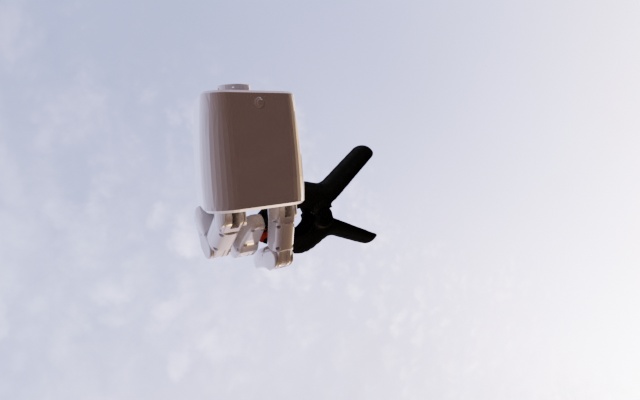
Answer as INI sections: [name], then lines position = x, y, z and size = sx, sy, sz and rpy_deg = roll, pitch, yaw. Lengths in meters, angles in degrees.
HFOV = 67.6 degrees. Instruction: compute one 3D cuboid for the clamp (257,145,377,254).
[clamp]
position = 0.000, 0.002, 0.529
size = 0.171, 0.120, 0.039
rpy_deg = -9, 12, -39
